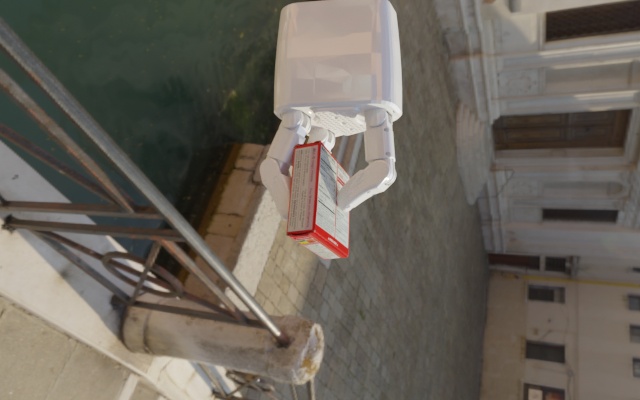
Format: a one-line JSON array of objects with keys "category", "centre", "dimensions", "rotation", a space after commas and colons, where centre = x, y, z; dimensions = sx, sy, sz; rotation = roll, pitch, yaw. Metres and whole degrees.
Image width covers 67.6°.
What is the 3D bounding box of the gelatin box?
[{"category": "gelatin box", "centre": [0.000, 0.002, 0.438], "dimensions": [0.030, 0.089, 0.073], "rotation": [-9, -26, 24]}]
